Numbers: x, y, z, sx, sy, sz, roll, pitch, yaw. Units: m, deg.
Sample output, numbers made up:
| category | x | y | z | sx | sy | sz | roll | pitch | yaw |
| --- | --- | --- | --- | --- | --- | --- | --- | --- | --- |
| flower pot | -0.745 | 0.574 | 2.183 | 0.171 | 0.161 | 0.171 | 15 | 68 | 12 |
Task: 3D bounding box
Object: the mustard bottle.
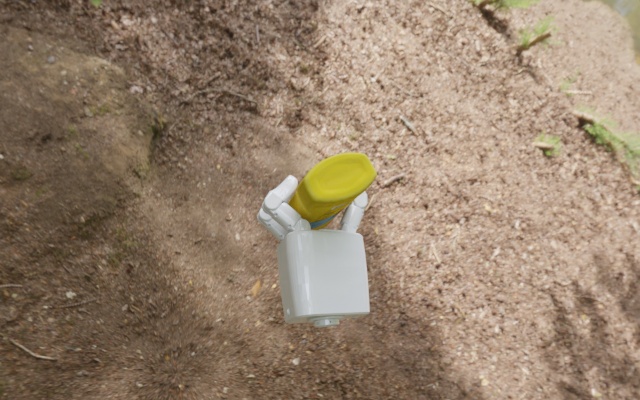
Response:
| category | x | y | z | sx | sy | sz | roll | pitch | yaw |
| --- | --- | --- | --- | --- | --- | --- | --- | --- | --- |
| mustard bottle | 0.000 | 0.002 | 0.652 | 0.096 | 0.058 | 0.192 | -25 | -10 | -23 |
